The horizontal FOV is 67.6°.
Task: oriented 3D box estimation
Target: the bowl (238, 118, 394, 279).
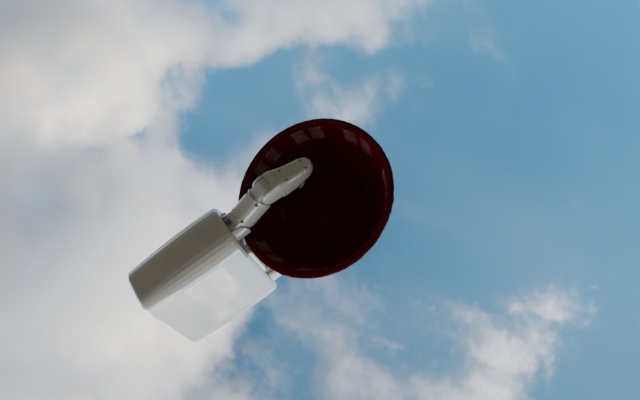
[{"bbox_3d":[0.001,0.001,0.482,0.162,0.162,0.055,0,-16,22],"label":"bowl"}]
